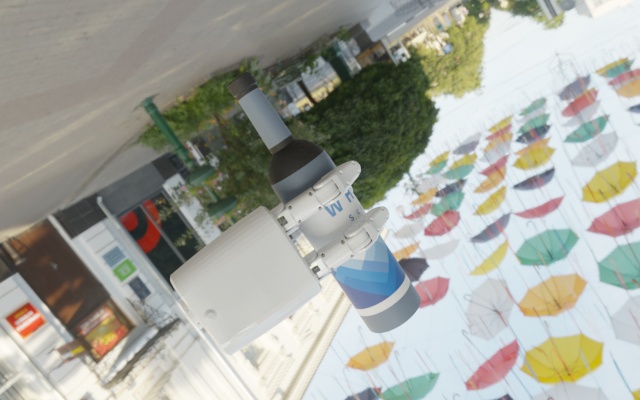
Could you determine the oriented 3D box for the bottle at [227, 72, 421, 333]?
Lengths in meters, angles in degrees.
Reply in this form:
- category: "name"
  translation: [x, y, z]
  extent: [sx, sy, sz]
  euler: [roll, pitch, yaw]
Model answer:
- category: "bottle"
  translation: [0.000, 0.002, 0.493]
  extent: [0.069, 0.296, 0.069]
  euler: [-33, 10, 7]
